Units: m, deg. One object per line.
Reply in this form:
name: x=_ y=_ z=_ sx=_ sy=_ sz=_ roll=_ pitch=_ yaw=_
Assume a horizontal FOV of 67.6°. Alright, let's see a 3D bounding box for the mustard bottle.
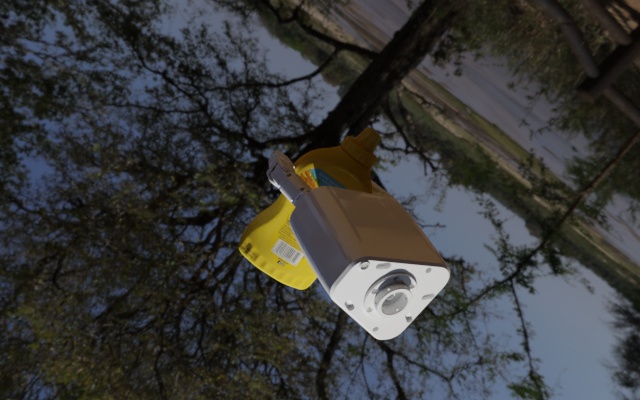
mustard bottle: x=0.000 y=0.002 z=0.522 sx=0.096 sy=0.192 sz=0.058 roll=35 pitch=15 yaw=-11
